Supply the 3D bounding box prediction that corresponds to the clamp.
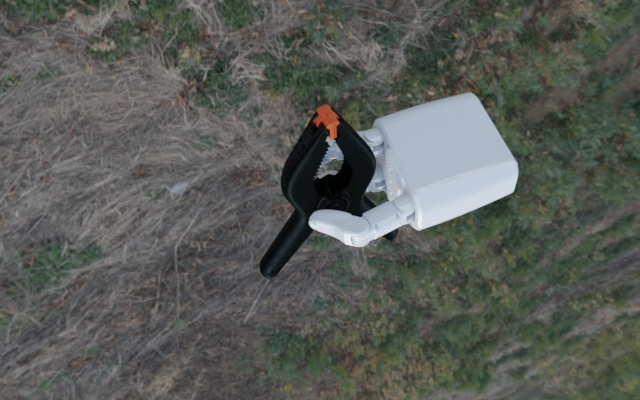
[{"bbox_3d":[0.001,0.002,0.477,0.164,0.036,0.210,-21,-40,-8],"label":"clamp"}]
